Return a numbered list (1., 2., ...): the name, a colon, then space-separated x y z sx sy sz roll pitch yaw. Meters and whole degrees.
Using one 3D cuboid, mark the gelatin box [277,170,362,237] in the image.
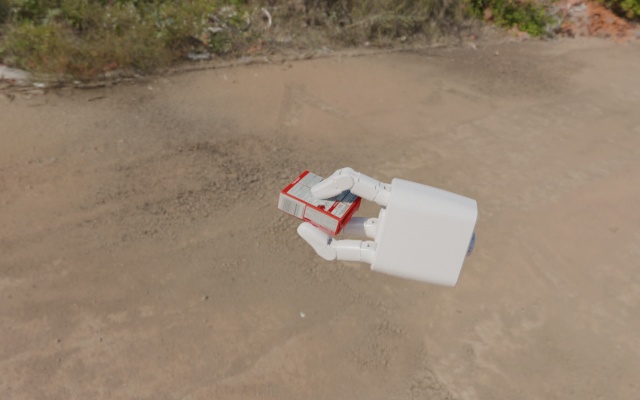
1. gelatin box: 0.000 0.002 0.619 0.089 0.030 0.073 25 35 14
